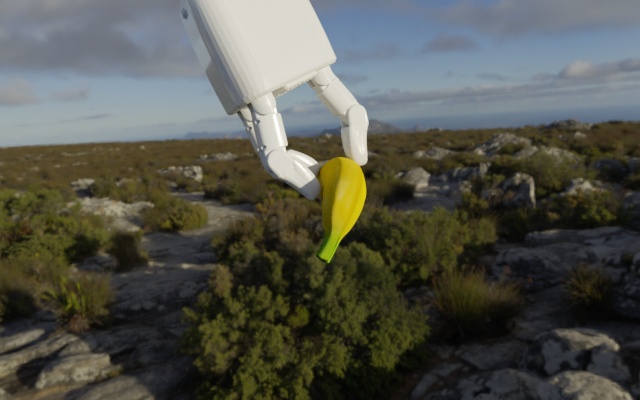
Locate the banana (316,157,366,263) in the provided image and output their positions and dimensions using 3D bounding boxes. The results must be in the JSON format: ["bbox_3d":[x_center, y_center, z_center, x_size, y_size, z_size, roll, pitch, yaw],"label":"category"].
[{"bbox_3d":[0.013,-0.011,0.459,0.037,0.069,0.197,40,12,-11],"label":"banana"}]
